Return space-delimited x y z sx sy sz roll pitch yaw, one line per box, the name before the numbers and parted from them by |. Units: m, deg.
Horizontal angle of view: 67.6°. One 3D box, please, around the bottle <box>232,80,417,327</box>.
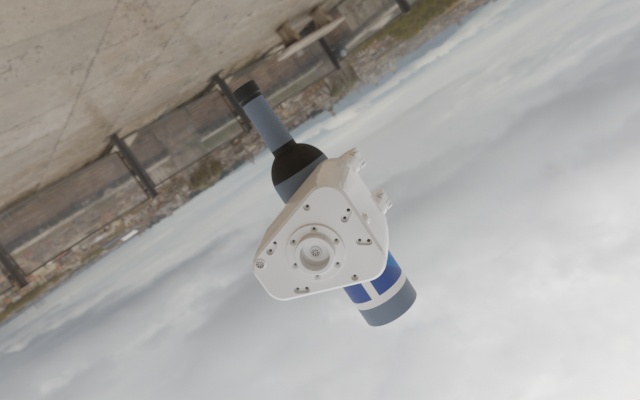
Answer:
bottle | 0.000 0.002 0.522 0.069 0.296 0.069 -33 9 6
